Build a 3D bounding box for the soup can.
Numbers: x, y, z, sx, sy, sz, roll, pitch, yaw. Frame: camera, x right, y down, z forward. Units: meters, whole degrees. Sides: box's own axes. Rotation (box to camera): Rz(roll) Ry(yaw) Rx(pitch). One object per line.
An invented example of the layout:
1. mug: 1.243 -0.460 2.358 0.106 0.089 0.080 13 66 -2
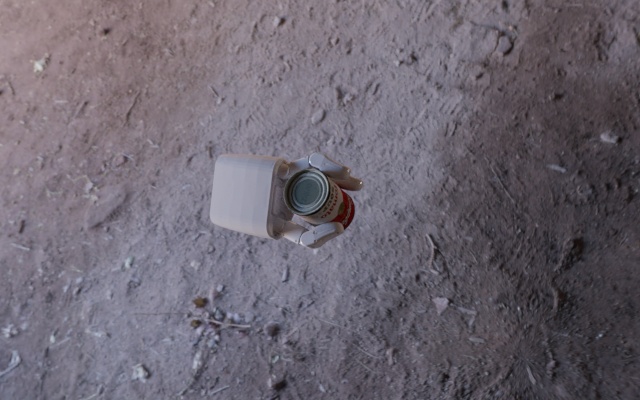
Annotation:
1. soup can: 0.000 0.002 0.660 0.068 0.068 0.102 0 -17 23
